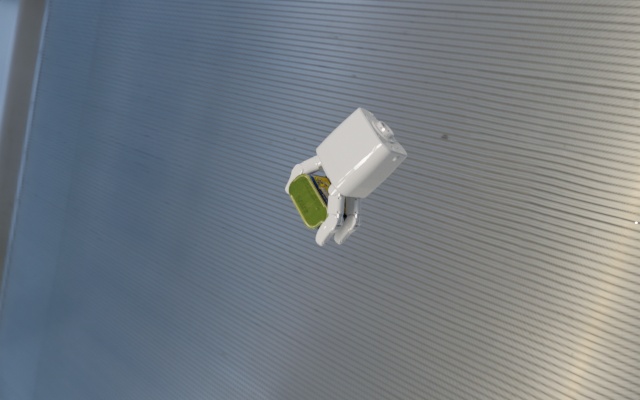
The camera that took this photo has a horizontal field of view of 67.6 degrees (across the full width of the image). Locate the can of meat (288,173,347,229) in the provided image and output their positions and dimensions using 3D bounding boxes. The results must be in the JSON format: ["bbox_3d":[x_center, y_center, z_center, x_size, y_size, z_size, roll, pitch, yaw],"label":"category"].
[{"bbox_3d":[0.000,0.003,0.831,0.057,0.102,0.084,-40,-23,25],"label":"can of meat"}]
